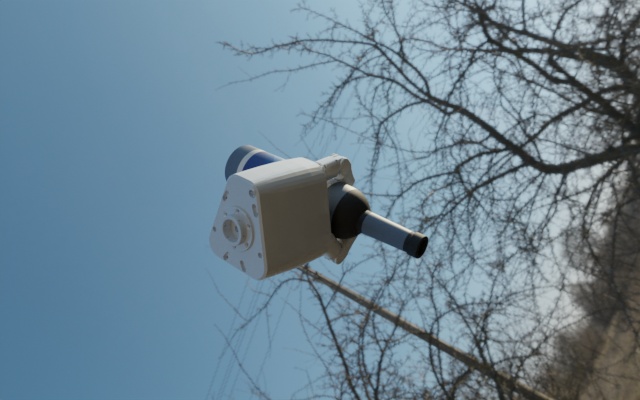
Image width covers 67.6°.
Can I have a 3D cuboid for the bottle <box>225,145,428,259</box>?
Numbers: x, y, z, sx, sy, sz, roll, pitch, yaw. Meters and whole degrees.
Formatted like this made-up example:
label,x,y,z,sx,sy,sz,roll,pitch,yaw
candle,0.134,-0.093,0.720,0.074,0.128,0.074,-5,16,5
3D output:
label,x,y,z,sx,sy,sz,roll,pitch,yaw
bottle,0.000,0.002,0.607,0.295,0.069,0.069,24,14,33
